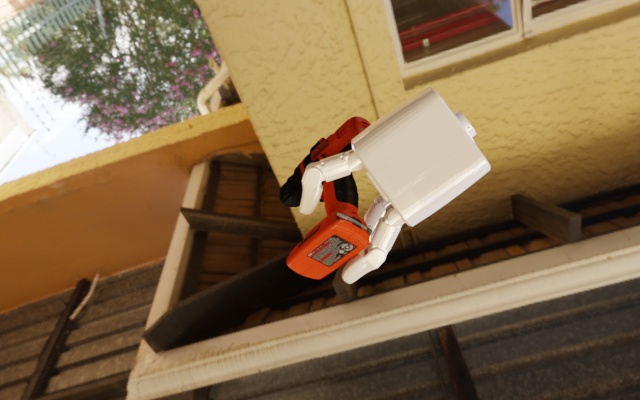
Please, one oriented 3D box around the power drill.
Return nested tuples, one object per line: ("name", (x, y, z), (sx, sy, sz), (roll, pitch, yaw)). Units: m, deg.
("power drill", (0.000, 0.002, 0.611), (0.057, 0.187, 0.184), (27, -48, -25))
